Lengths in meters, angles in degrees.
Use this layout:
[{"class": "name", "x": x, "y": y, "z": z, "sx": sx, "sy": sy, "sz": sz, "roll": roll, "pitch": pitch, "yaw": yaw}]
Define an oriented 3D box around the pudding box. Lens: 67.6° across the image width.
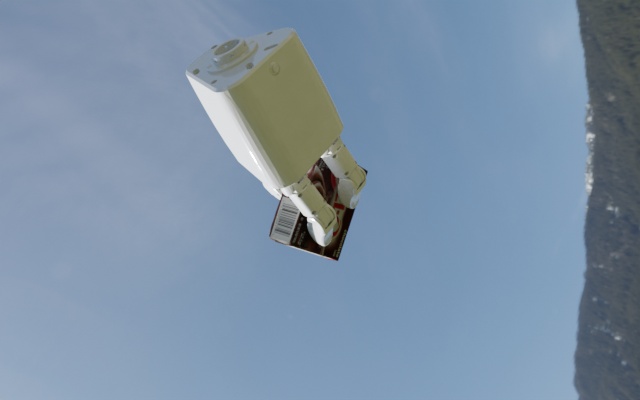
[{"class": "pudding box", "x": 0.000, "y": 0.002, "z": 0.521, "sx": 0.039, "sy": 0.113, "sz": 0.090, "roll": 17, "pitch": -5, "yaw": 41}]
